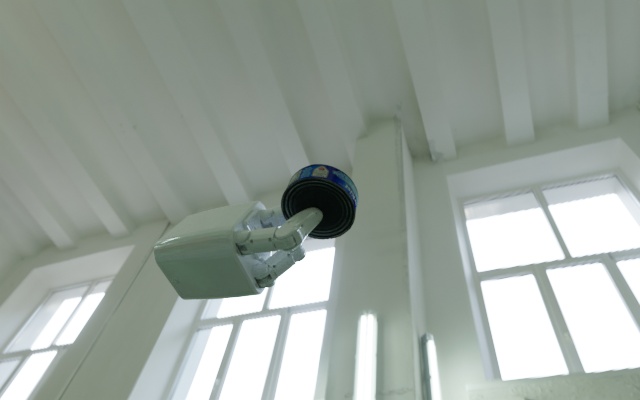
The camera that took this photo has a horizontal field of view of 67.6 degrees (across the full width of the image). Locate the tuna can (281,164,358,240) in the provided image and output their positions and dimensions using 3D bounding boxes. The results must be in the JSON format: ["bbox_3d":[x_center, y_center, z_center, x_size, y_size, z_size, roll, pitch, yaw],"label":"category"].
[{"bbox_3d":[0.000,0.001,0.548,0.086,0.086,0.033,0,36,14],"label":"tuna can"}]
